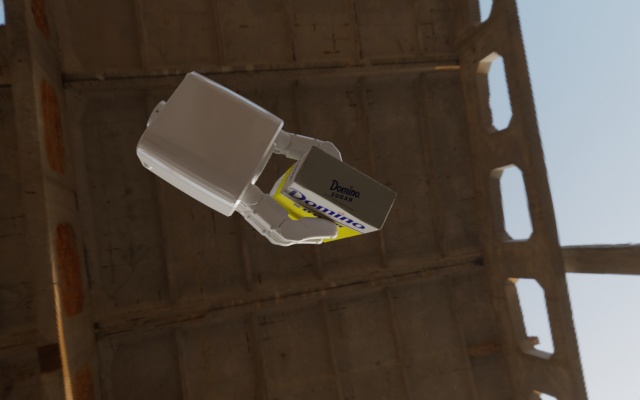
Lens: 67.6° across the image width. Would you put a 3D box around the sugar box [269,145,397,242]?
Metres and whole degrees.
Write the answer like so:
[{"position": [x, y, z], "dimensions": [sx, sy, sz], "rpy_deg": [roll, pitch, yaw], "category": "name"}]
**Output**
[{"position": [0.000, 0.002, 0.507], "dimensions": [0.093, 0.048, 0.176], "rpy_deg": [29, -13, -9], "category": "sugar box"}]
